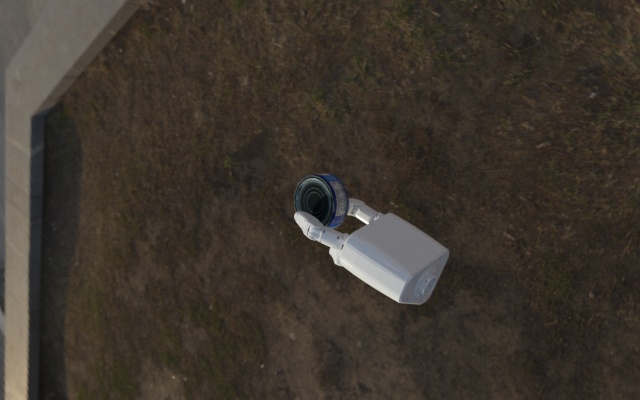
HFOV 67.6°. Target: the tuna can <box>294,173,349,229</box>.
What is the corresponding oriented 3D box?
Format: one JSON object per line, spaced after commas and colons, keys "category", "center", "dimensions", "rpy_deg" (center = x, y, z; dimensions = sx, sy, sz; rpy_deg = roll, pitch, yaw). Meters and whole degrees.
{"category": "tuna can", "center": [0.000, 0.002, 0.718], "dimensions": [0.086, 0.086, 0.034], "rpy_deg": [0, 5, 44]}
